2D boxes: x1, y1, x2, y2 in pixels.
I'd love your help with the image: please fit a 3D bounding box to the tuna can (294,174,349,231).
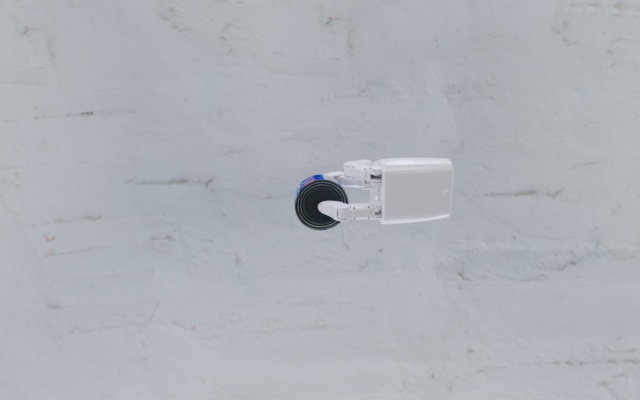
[{"bbox_3d":[0.000,0.002,0.763,0.086,0.086,0.033,0,20,-8],"label":"tuna can"}]
